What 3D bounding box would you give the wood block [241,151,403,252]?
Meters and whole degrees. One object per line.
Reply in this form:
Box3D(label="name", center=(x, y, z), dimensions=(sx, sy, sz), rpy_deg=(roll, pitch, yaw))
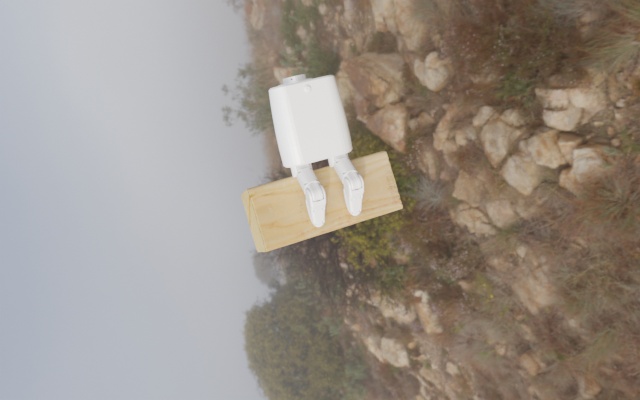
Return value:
Box3D(label="wood block", center=(0.000, 0.002, 0.694), dimensions=(0.206, 0.090, 0.091), rpy_deg=(-16, -1, -16))
